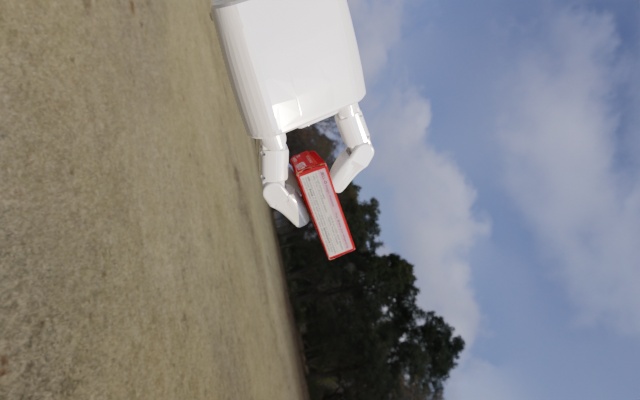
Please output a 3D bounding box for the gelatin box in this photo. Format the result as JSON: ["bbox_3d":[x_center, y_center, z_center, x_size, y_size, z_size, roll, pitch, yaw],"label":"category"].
[{"bbox_3d":[0.001,0.002,0.455,0.030,0.089,0.073,-21,17,-2],"label":"gelatin box"}]
